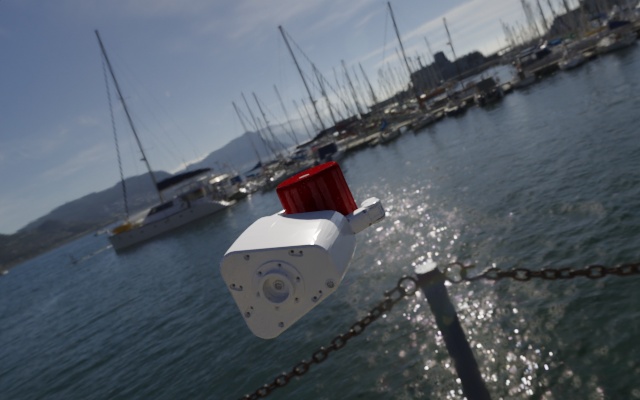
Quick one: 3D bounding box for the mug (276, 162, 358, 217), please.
[{"bbox_3d":[0.000,0.001,0.586,0.093,0.081,0.117,-22,10,13],"label":"mug"}]
